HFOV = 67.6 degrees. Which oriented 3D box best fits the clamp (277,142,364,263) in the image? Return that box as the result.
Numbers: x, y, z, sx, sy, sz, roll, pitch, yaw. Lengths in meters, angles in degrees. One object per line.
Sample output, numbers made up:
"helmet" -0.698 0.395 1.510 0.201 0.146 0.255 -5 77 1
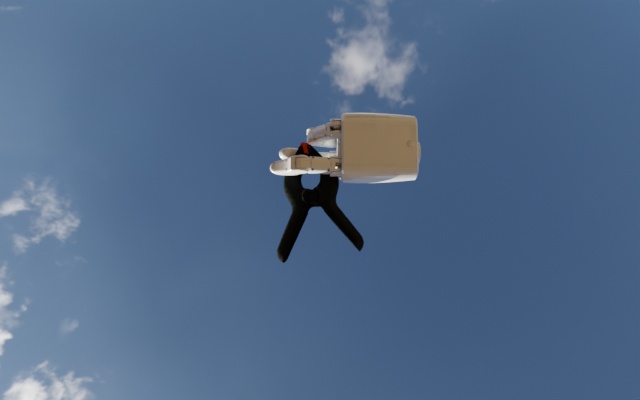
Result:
"clamp" 0.000 0.002 0.675 0.120 0.171 0.039 0 -9 0
